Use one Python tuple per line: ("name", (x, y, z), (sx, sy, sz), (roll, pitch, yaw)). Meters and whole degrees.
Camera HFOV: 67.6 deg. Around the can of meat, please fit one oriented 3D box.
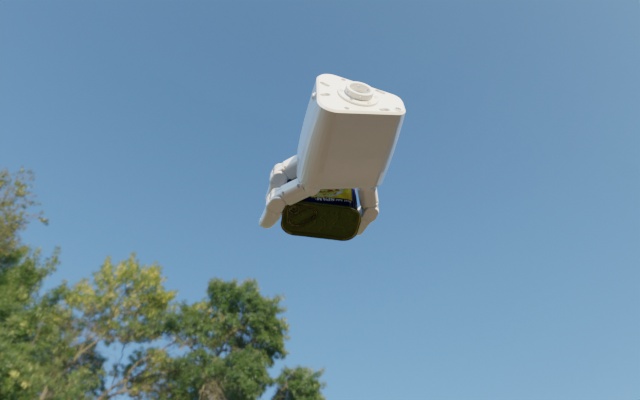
("can of meat", (0.000, 0.002, 0.645), (0.102, 0.057, 0.083), (7, 39, -6))
